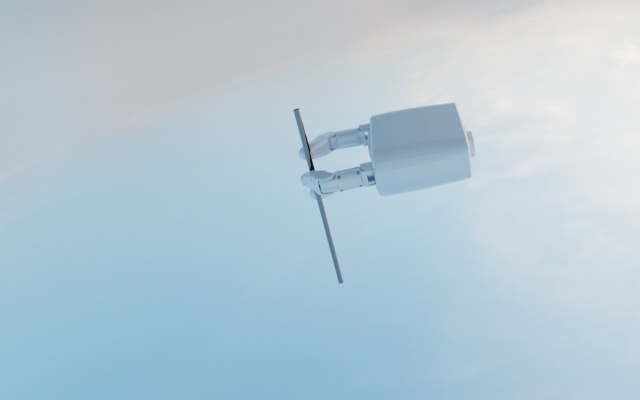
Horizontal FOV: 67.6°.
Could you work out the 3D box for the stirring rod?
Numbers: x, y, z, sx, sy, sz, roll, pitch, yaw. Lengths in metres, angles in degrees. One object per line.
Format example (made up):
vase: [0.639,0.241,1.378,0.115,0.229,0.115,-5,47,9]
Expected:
stirring rod: [0.000,0.002,0.601,0.011,0.240,0.011,-13,22,5]
